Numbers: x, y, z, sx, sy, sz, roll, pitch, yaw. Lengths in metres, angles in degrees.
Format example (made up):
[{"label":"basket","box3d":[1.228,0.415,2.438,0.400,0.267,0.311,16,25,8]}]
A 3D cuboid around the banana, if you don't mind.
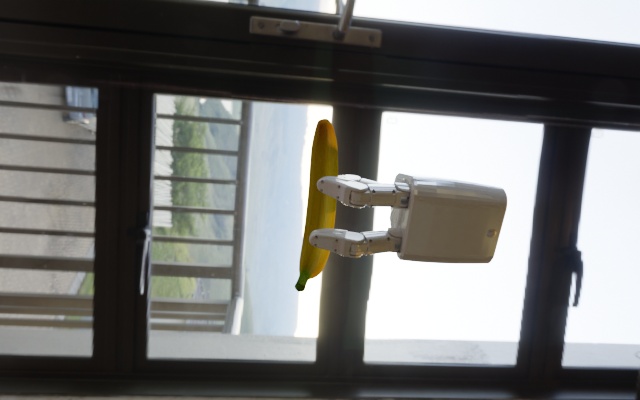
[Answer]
[{"label":"banana","box3d":[0.000,0.006,0.566,0.037,0.198,0.069,6,-2,2]}]
